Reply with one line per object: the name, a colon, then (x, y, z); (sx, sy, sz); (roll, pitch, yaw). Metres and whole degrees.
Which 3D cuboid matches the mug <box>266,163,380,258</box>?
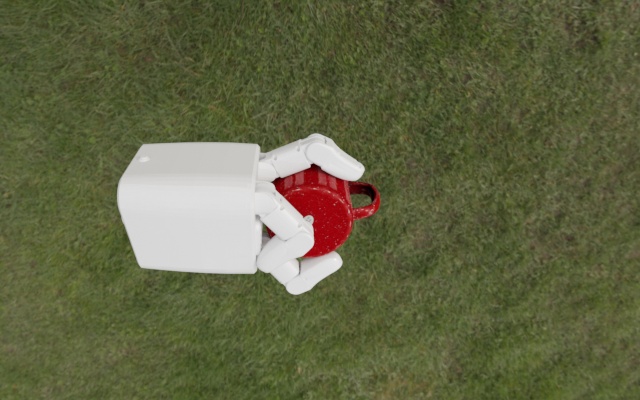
mug: (0.002, 0.002, 0.468); (0.117, 0.093, 0.081); (0, 31, -4)
